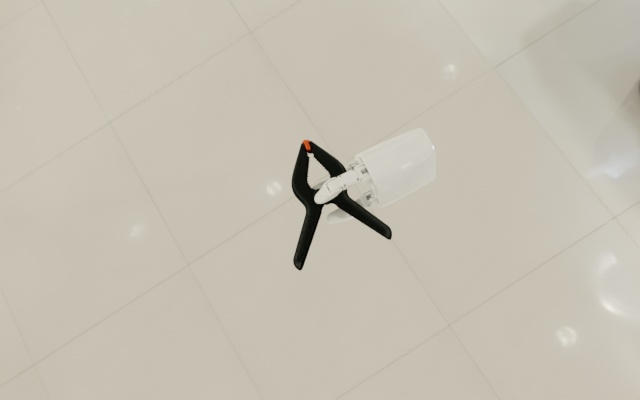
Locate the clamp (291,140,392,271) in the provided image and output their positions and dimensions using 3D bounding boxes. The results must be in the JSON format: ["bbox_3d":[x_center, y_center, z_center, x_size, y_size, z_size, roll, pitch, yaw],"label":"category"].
[{"bbox_3d":[0.000,0.002,0.783,0.164,0.210,0.036,-26,-13,-1],"label":"clamp"}]
